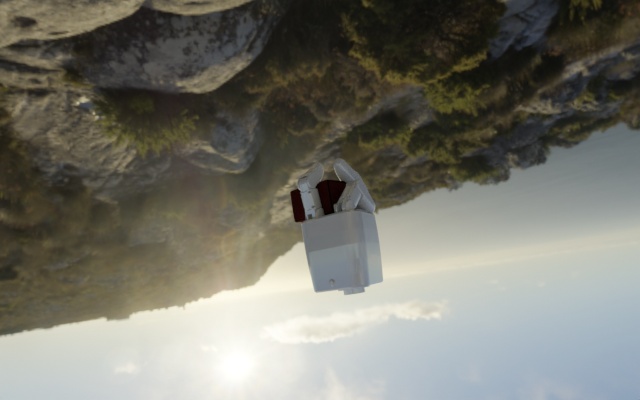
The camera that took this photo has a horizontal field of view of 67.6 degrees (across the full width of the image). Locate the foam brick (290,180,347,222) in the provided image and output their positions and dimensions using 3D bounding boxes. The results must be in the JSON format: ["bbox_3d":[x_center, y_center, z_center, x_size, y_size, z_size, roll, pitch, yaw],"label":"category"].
[{"bbox_3d":[0.000,0.002,0.741,0.078,0.051,0.053,-16,-11,37],"label":"foam brick"}]
